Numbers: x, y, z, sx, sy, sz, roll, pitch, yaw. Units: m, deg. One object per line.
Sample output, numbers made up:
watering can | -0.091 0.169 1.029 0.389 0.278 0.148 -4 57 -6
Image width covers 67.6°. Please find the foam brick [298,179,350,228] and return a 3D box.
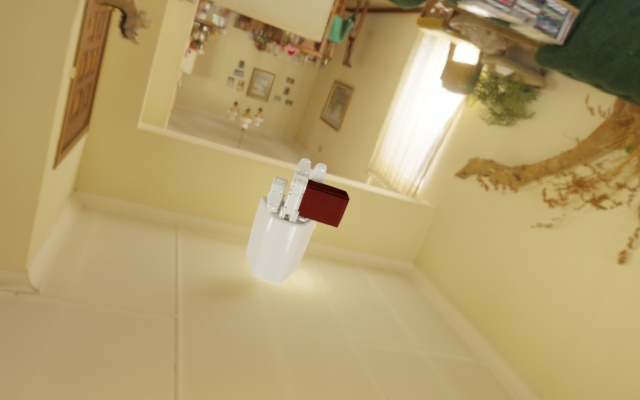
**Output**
foam brick | 0.000 0.003 0.758 0.078 0.051 0.053 18 13 -5
